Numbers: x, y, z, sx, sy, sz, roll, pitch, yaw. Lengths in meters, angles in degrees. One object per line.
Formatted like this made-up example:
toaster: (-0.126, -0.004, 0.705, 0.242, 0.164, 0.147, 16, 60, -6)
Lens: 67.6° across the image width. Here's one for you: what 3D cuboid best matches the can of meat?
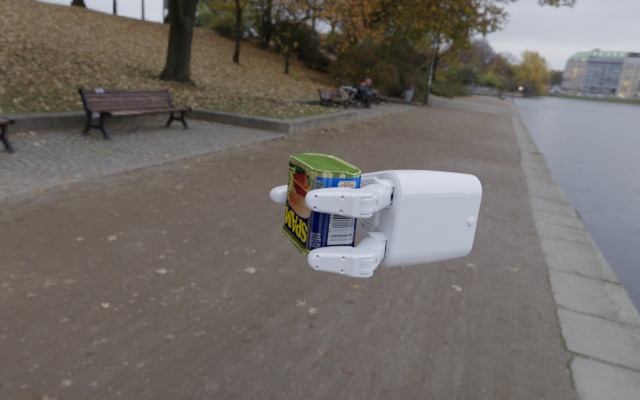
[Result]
can of meat: (0.000, 0.001, 0.482, 0.057, 0.084, 0.102, -1, 16, -22)
